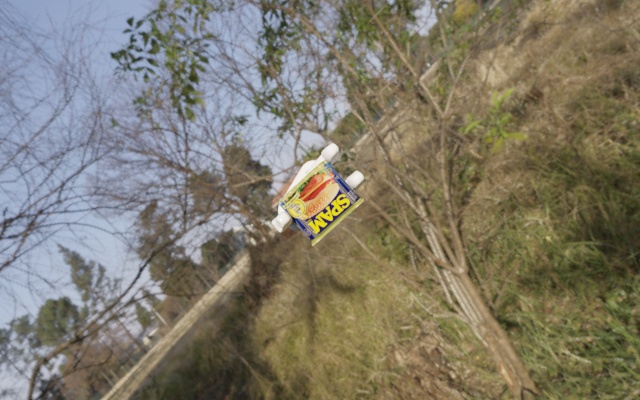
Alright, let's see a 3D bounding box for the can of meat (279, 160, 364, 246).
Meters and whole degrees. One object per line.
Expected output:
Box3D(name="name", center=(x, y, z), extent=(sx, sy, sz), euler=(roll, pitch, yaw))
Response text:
Box3D(name="can of meat", center=(0.000, 0.002, 0.712), extent=(0.102, 0.084, 0.057), euler=(-42, -2, 5))
